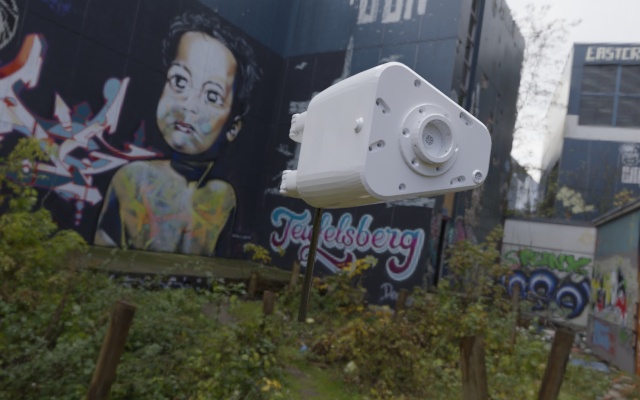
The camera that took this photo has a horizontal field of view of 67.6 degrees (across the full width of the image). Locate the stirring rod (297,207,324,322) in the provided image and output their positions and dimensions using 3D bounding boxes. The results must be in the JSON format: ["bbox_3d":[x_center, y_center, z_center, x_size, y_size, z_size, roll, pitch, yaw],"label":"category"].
[{"bbox_3d":[0.000,0.002,0.484,0.011,0.239,0.011,9,-5,1],"label":"stirring rod"}]
